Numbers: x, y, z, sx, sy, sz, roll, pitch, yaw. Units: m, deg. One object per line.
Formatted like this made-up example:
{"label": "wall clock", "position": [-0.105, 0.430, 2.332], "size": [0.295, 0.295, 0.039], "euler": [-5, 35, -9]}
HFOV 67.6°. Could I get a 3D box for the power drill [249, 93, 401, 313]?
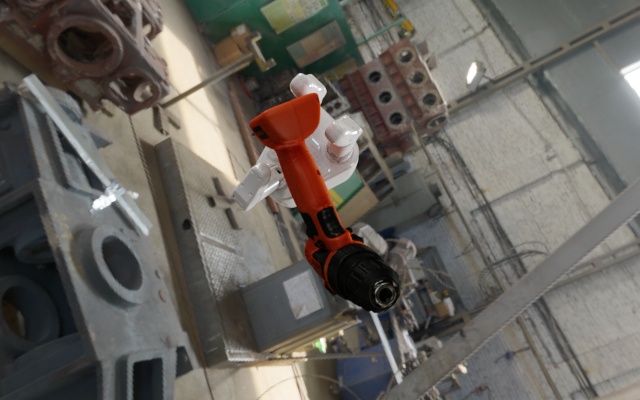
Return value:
{"label": "power drill", "position": [0.000, 0.001, 0.437], "size": [0.057, 0.188, 0.184], "euler": [-23, 11, -14]}
